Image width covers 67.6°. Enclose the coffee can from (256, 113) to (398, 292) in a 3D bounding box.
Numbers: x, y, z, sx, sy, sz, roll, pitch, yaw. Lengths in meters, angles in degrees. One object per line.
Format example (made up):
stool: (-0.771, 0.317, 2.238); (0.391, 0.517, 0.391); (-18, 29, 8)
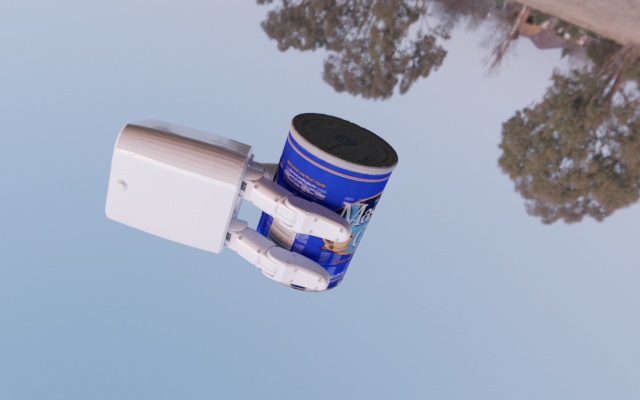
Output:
coffee can: (0.000, 0.001, 0.460); (0.103, 0.140, 0.102); (17, 28, -9)
